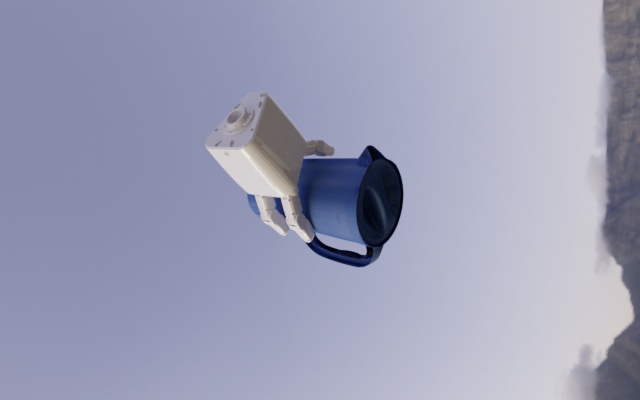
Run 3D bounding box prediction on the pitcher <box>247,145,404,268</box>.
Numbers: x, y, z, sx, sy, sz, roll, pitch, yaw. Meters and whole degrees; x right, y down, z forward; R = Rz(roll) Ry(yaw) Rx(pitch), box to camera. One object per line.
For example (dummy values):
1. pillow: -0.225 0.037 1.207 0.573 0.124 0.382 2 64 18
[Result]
1. pitcher: 0.000 0.002 0.769 0.243 0.149 0.145 7 -27 38
